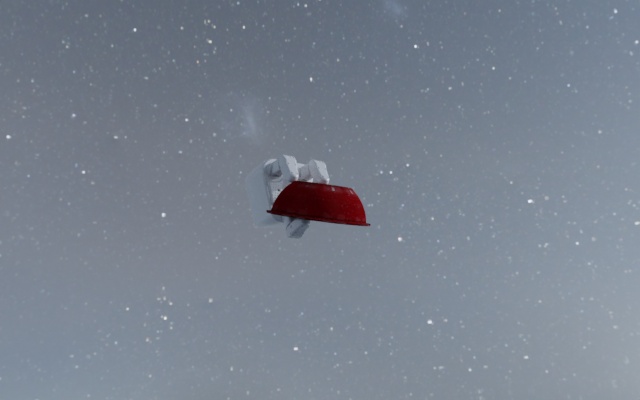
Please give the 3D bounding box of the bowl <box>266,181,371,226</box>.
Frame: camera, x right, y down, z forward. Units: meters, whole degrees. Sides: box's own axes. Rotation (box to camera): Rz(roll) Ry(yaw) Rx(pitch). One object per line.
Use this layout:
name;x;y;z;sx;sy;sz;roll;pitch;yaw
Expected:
bowl;0.001;0.002;0.734;0.162;0.055;0.162;8;0;0
